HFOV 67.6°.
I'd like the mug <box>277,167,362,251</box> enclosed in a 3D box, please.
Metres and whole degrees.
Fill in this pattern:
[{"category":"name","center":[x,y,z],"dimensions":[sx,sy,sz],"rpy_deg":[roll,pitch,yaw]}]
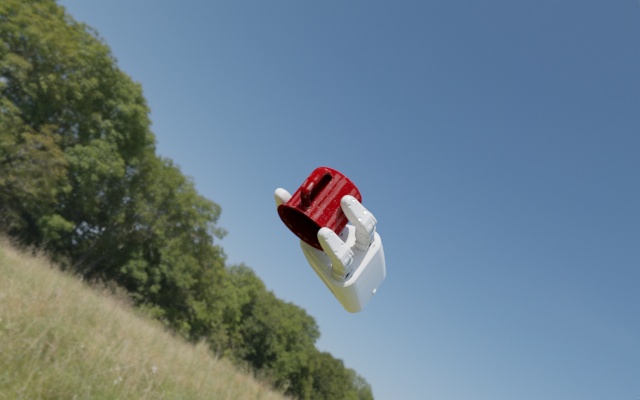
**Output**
[{"category":"mug","center":[0.000,0.001,0.635],"dimensions":[0.093,0.081,0.117],"rpy_deg":[26,-26,28]}]
